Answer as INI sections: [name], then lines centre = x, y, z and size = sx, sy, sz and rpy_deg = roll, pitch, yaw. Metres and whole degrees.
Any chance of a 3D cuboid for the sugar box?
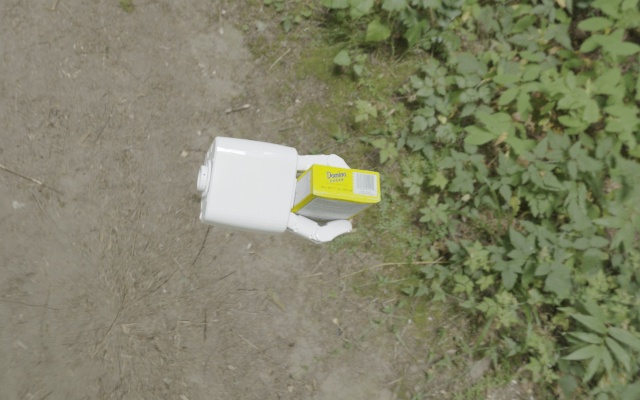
[sugar box]
centre = 0.000, 0.002, 0.655
size = 0.093, 0.048, 0.176
rpy_deg = 7, -16, -22
